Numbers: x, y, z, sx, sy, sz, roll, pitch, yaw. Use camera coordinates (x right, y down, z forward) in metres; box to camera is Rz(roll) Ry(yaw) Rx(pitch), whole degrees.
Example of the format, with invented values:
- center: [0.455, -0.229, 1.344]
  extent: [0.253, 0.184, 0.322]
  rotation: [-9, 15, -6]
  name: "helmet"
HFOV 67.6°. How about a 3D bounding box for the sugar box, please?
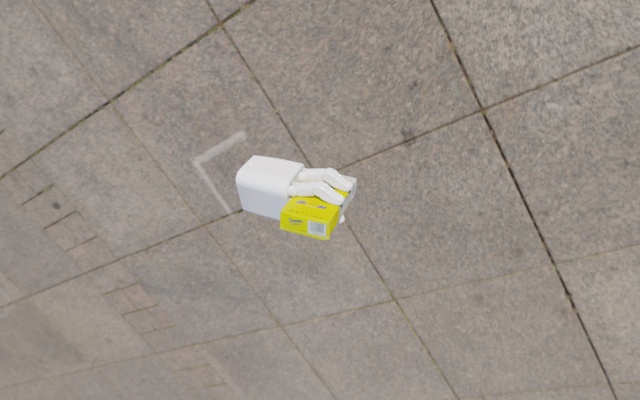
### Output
- center: [0.000, 0.002, 0.897]
  extent: [0.093, 0.048, 0.176]
  rotation: [13, 35, 14]
  name: "sugar box"
